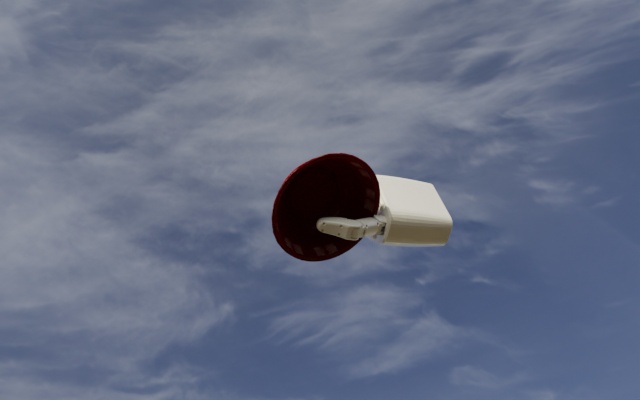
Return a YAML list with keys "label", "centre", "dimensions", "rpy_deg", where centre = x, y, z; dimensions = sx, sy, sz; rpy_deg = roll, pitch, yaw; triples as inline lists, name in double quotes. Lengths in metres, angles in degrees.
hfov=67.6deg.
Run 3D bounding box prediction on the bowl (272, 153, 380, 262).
- label: "bowl"
  centre: [-0.001, 0.002, 0.659]
  dimensions: [0.162, 0.162, 0.055]
  rpy_deg: [0, 25, -28]
